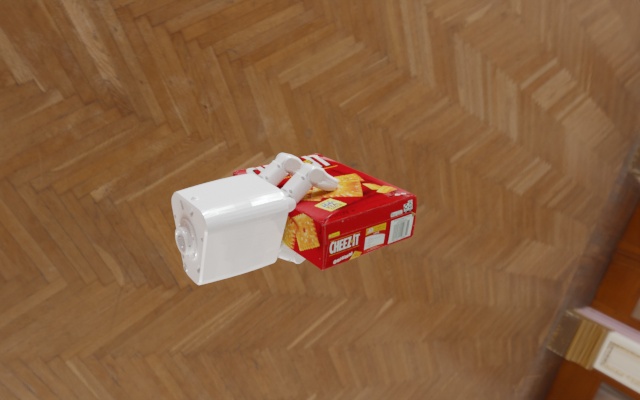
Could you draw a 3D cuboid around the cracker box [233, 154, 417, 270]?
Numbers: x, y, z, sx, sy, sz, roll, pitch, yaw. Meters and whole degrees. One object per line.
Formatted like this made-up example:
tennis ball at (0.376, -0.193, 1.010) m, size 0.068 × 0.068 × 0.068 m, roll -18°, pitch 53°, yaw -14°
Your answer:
cracker box at (0.000, 0.002, 0.665) m, size 0.164 × 0.072 × 0.213 m, roll -15°, pitch 29°, yaw -36°
